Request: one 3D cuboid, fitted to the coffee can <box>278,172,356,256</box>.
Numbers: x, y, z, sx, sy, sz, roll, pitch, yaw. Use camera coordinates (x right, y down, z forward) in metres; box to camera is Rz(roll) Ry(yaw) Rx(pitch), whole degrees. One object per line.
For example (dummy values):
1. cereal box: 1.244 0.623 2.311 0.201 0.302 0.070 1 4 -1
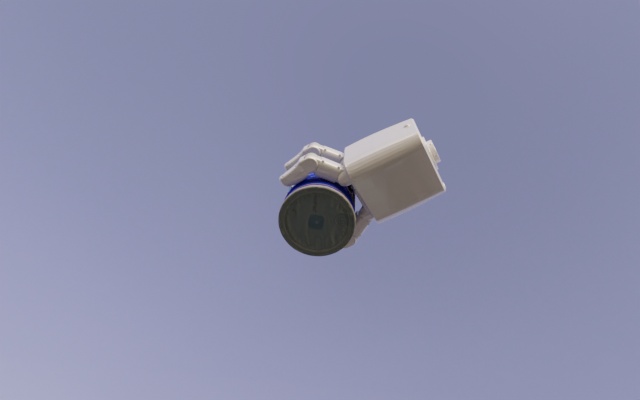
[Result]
1. coffee can: 0.000 0.002 0.691 0.103 0.103 0.140 0 23 5
